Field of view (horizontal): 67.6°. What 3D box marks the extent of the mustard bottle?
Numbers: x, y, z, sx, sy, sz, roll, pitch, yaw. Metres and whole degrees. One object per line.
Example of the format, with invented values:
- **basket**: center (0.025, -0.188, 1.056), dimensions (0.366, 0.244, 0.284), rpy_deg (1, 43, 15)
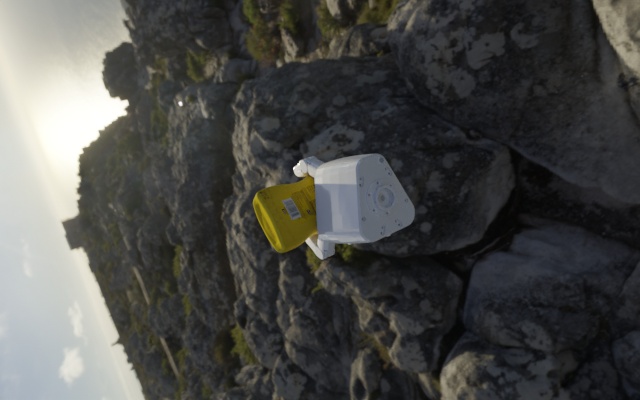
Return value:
- **mustard bottle**: center (0.000, 0.003, 0.735), dimensions (0.191, 0.096, 0.058), rpy_deg (-22, -16, -28)
